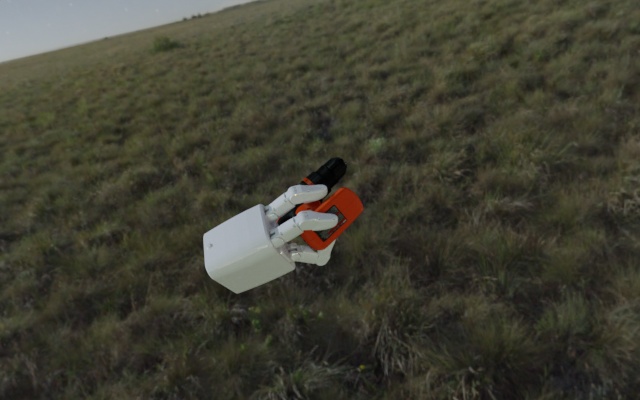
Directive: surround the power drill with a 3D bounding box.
[{"bbox_3d":[0.000,0.003,0.804,0.057,0.184,0.187,47,-7,-20],"label":"power drill"}]
